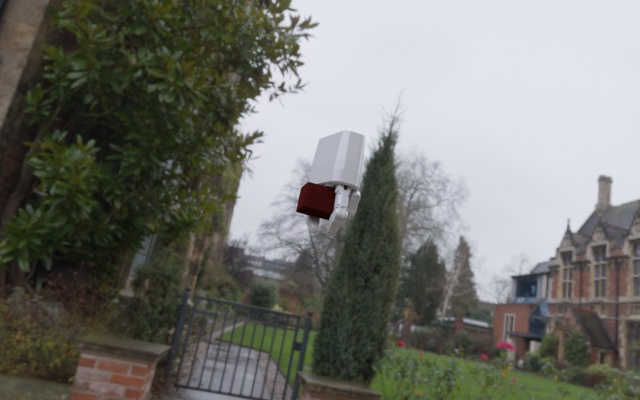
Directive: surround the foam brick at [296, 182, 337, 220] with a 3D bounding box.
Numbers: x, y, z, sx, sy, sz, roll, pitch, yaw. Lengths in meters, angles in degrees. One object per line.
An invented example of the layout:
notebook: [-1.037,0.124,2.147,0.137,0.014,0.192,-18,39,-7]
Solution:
foam brick: [0.000,0.003,0.891,0.078,0.051,0.053,15,-14,-15]
